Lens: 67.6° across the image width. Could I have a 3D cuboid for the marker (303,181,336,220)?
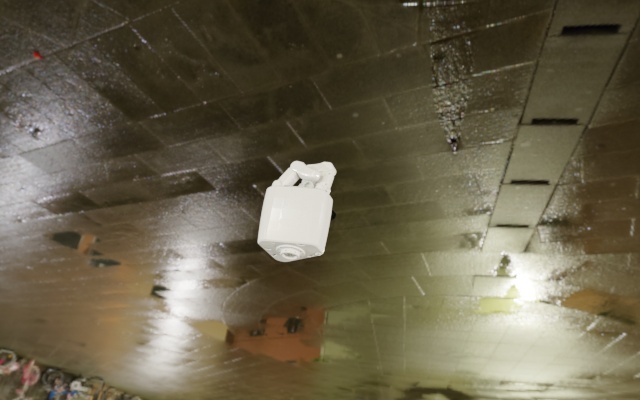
[{"bbox_3d":[0.000,0.003,0.884,0.020,0.020,0.121,0,-30,26],"label":"marker"}]
